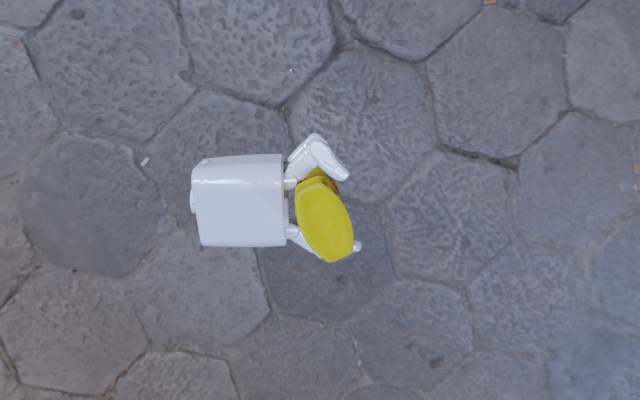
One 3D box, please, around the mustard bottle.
[{"bbox_3d":[0.000,0.002,0.617,0.058,0.096,0.191,-25,15,4],"label":"mustard bottle"}]
